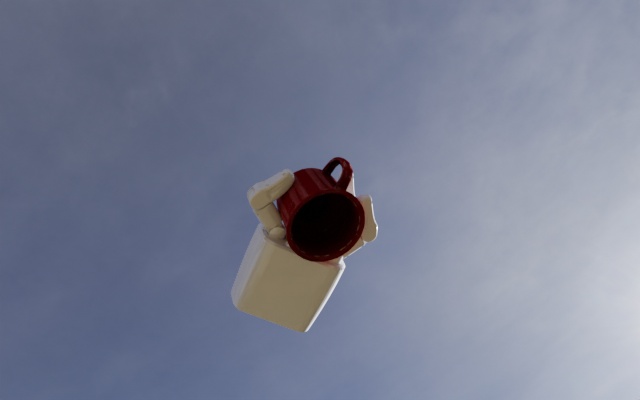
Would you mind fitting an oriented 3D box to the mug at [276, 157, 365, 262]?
[{"bbox_3d":[0.001,0.000,0.561,0.093,0.117,0.081,18,19,-26],"label":"mug"}]
